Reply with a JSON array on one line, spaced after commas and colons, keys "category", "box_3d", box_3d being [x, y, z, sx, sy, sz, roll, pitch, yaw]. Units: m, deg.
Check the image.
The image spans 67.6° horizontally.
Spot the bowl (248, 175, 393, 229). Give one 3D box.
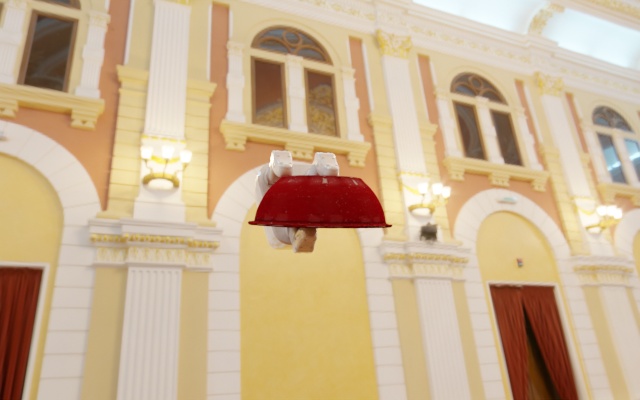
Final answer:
[{"category": "bowl", "box_3d": [0.001, 0.001, 0.536, 0.162, 0.055, 0.162, 1, -1, 0]}]
